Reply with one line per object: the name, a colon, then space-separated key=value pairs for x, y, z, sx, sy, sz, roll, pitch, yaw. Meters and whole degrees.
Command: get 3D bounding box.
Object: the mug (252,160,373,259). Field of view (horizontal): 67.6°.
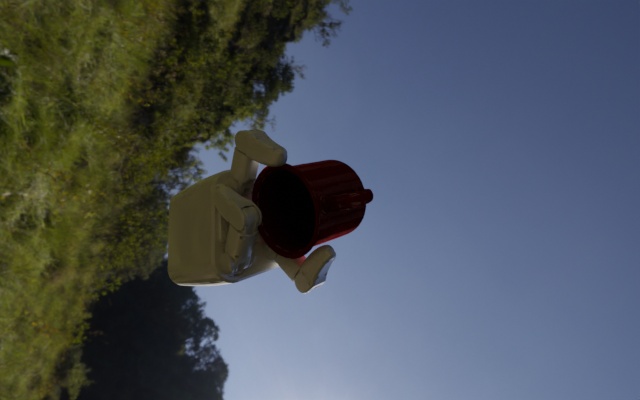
mug: x=0.001 y=0.001 z=0.470 sx=0.117 sy=0.093 sz=0.081 roll=-11 pitch=2 yaw=44
